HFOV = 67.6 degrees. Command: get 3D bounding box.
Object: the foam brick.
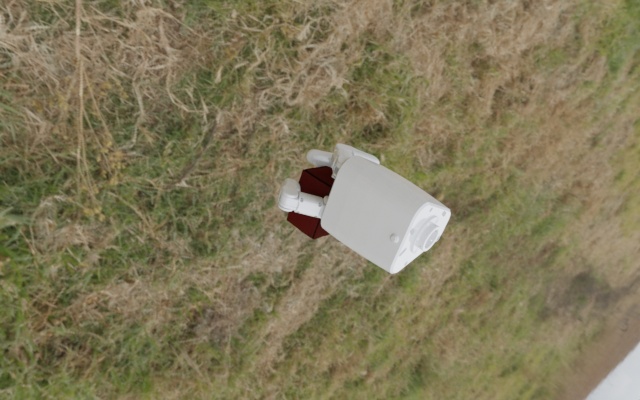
[{"bbox_3d":[0.000,0.002,0.614,0.051,0.078,0.053,34,29,29],"label":"foam brick"}]
